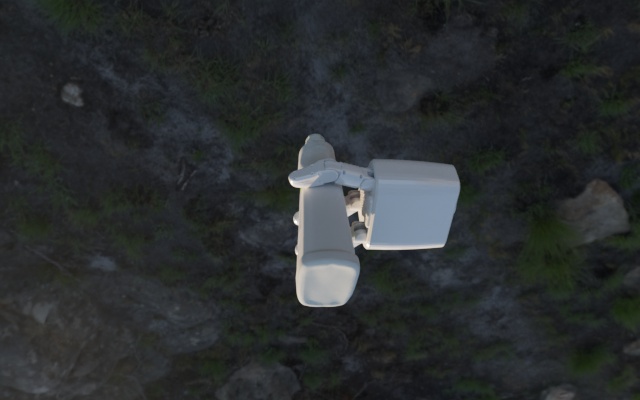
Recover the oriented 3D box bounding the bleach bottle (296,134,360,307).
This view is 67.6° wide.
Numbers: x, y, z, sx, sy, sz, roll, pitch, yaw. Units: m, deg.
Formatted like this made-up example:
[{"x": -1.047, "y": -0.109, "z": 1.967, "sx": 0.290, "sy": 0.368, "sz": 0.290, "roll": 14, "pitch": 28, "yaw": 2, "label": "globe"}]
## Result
[{"x": 0.000, "y": 0.002, "z": 0.609, "sx": 0.068, "sy": 0.250, "sz": 0.103, "roll": 1, "pitch": -41, "yaw": -7, "label": "bleach bottle"}]
